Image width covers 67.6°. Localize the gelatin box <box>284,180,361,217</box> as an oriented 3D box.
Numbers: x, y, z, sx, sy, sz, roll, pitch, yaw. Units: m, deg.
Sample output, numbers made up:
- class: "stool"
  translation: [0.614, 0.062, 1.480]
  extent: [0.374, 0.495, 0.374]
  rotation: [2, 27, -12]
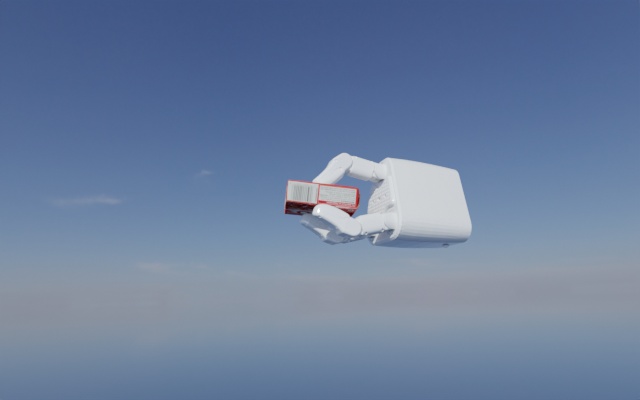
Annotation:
- class: "gelatin box"
  translation: [0.000, 0.001, 0.601]
  extent: [0.089, 0.030, 0.073]
  rotation: [7, -14, -4]
